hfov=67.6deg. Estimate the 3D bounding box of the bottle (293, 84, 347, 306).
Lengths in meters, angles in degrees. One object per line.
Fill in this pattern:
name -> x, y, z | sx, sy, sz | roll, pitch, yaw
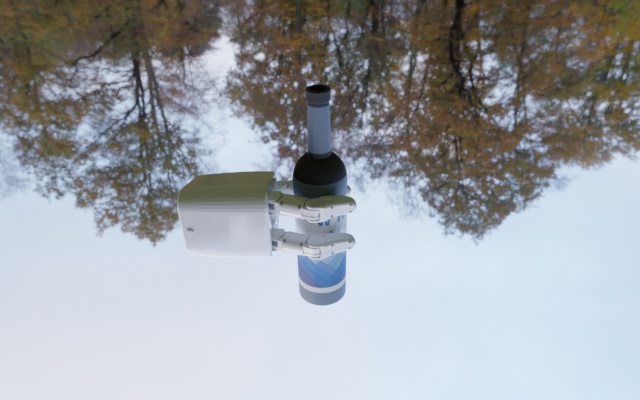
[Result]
bottle -> 0.000, 0.002, 0.598 | 0.069, 0.296, 0.069 | -1, 33, 1
